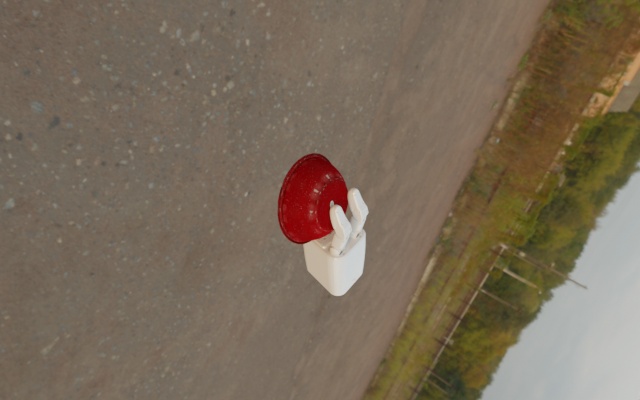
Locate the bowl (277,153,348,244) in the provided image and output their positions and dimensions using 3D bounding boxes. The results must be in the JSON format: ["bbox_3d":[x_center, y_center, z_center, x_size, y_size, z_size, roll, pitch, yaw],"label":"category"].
[{"bbox_3d":[0.000,0.002,0.814,0.055,0.162,0.162,14,8,36],"label":"bowl"}]
